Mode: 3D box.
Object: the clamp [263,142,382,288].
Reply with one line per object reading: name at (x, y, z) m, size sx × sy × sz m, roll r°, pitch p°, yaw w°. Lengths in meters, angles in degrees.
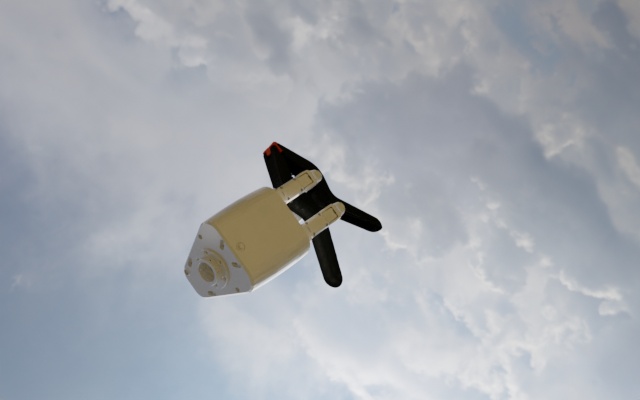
clamp at (-0.001, 0.002, 0.680) m, size 0.036 × 0.210 × 0.164 m, roll -38°, pitch -3°, yaw 37°
